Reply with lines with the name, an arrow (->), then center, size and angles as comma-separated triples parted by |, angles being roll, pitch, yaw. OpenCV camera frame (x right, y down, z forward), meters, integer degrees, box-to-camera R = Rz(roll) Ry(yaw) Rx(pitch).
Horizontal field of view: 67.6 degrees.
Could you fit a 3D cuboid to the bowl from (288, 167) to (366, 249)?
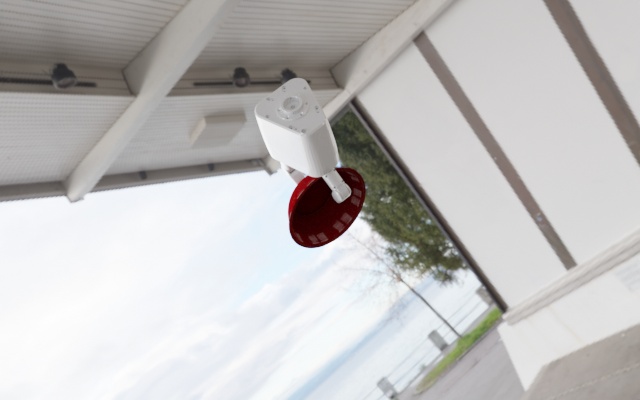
bowl -> 0.000, 0.004, 0.835 | 0.162, 0.162, 0.055 | 0, 30, -41
